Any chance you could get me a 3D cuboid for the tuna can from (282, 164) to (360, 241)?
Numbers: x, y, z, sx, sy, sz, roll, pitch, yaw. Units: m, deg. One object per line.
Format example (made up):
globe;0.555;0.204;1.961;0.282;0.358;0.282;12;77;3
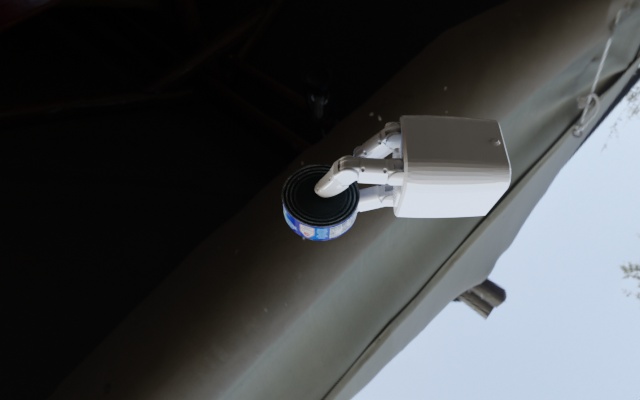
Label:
tuna can;0.000;0.002;0.536;0.086;0.086;0.034;0;-35;-1
